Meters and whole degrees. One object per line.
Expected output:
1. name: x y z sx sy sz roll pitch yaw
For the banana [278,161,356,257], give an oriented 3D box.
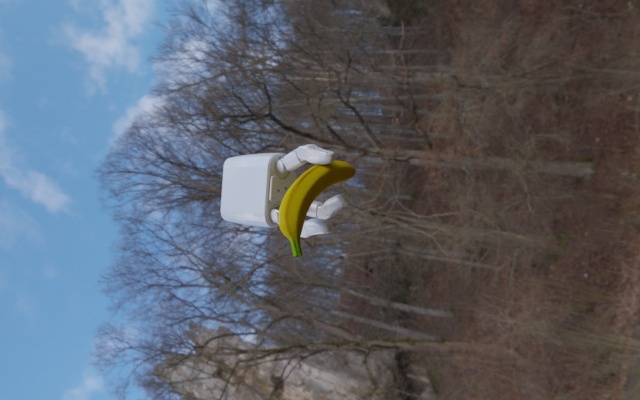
1. banana: -0.009 -0.010 0.681 0.037 0.070 0.197 -3 37 37
